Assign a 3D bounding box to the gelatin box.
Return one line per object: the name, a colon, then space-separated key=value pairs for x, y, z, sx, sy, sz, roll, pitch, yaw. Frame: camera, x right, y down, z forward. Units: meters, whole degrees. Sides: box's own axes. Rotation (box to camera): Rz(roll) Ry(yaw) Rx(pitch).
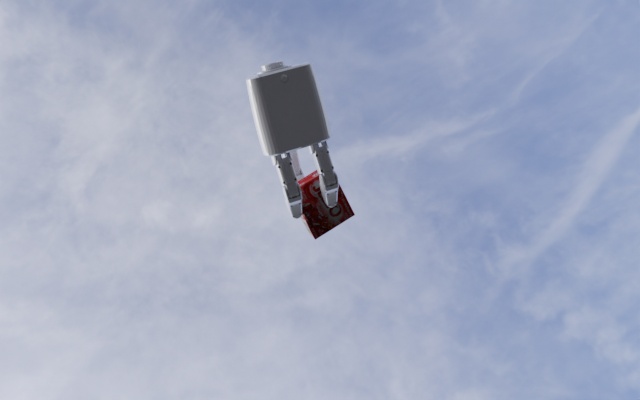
gelatin box: x=0.000 y=0.002 z=0.715 sx=0.073 sy=0.089 sz=0.030 roll=-31 pitch=25 yaw=-9
